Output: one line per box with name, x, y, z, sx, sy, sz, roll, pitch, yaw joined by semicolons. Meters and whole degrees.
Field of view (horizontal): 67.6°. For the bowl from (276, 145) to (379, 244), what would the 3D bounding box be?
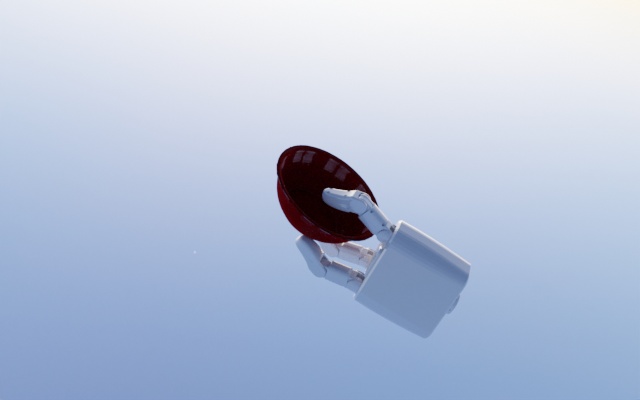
bowl;-0.001;0.001;0.640;0.162;0.162;0.055;0;-38;-43
